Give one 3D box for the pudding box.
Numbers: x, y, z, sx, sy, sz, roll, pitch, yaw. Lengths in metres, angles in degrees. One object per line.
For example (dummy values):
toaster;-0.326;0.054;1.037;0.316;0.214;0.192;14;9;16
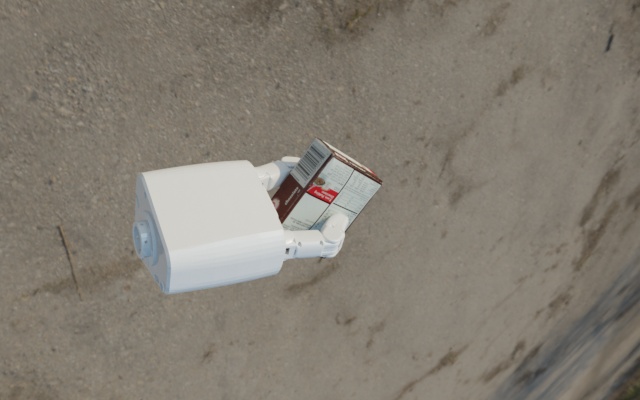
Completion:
pudding box;0.000;0.002;0.508;0.090;0.113;0.039;25;18;-45
